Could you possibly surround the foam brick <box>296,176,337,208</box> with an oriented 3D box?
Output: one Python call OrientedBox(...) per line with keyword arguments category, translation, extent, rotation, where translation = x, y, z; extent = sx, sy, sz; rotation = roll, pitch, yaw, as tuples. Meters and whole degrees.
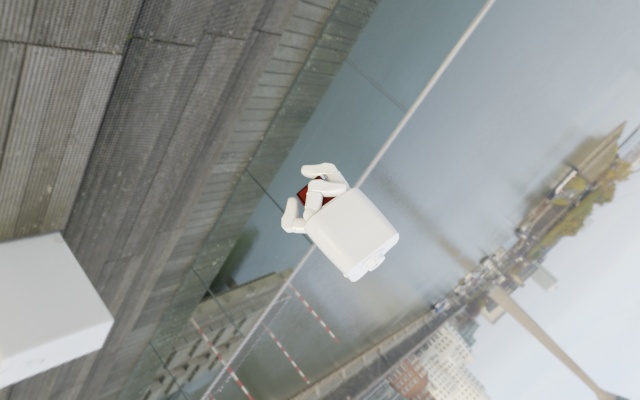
OrientedBox(category="foam brick", translation=(0.000, 0.003, 0.816), extent=(0.053, 0.051, 0.078), rotation=(-40, -20, -4))
